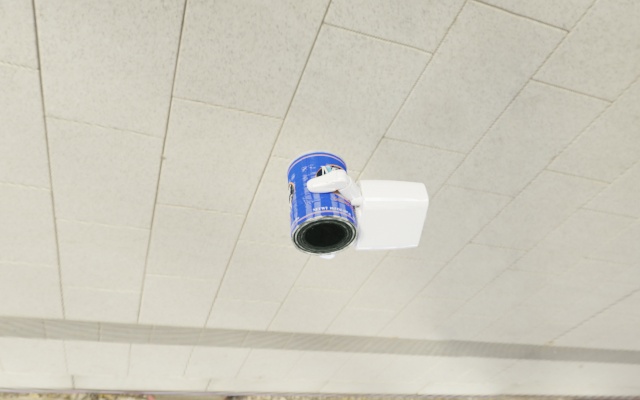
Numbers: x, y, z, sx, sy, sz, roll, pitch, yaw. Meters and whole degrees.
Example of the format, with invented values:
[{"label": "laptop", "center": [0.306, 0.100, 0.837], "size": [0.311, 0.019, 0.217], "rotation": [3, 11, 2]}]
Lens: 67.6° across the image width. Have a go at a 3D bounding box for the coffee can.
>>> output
[{"label": "coffee can", "center": [0.000, 0.002, 0.767], "size": [0.103, 0.140, 0.103], "rotation": [-4, -39, -3]}]
